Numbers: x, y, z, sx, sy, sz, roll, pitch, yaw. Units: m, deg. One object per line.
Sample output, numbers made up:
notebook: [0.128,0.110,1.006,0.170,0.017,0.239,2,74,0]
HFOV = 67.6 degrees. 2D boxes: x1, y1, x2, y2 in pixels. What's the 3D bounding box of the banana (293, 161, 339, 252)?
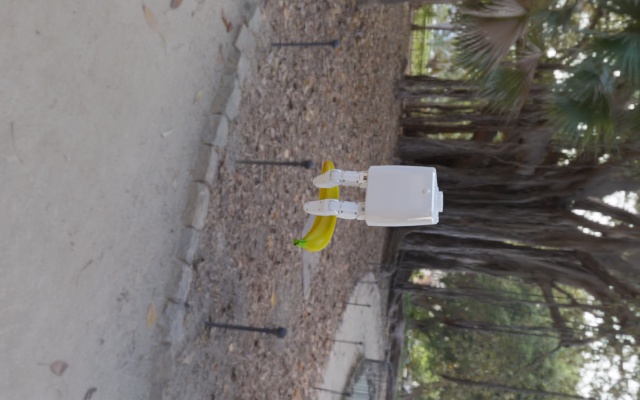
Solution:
banana: [0.005,0.018,0.823,0.037,0.197,0.070,-2,-45,22]
